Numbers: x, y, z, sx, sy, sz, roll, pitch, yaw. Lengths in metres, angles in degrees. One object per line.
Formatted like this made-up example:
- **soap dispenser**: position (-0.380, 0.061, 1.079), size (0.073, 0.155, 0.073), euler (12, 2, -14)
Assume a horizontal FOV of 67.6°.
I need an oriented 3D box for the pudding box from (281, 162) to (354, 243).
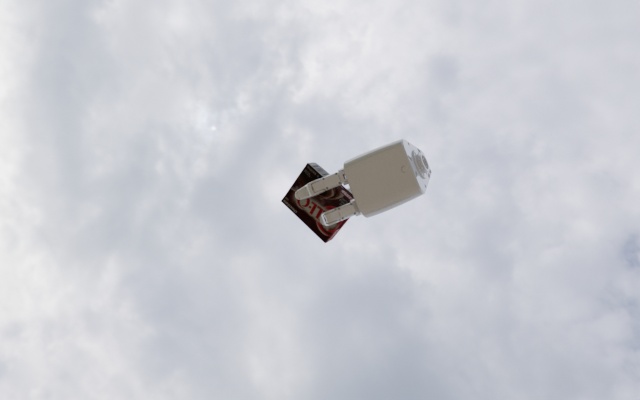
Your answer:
- **pudding box**: position (0.000, 0.003, 0.823), size (0.113, 0.090, 0.039), euler (43, 24, 15)
